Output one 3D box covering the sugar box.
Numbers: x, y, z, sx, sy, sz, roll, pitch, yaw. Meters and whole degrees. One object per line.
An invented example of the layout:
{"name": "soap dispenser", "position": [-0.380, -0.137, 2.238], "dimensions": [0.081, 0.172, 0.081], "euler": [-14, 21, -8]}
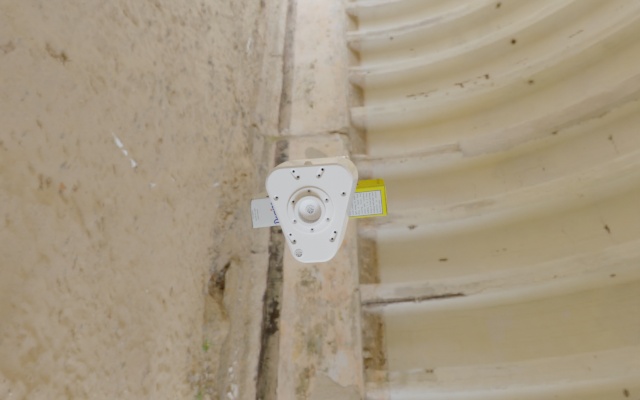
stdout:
{"name": "sugar box", "position": [0.000, 0.002, 0.648], "dimensions": [0.176, 0.048, 0.093], "euler": [-4, 7, 6]}
